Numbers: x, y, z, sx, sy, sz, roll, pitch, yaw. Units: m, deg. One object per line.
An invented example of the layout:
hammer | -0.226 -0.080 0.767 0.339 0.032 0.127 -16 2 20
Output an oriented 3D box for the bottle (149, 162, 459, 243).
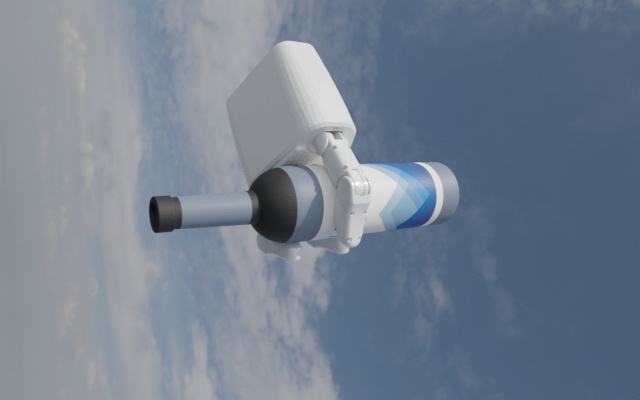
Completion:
bottle | 0.000 0.001 0.431 0.296 0.069 0.069 -4 2 -33
